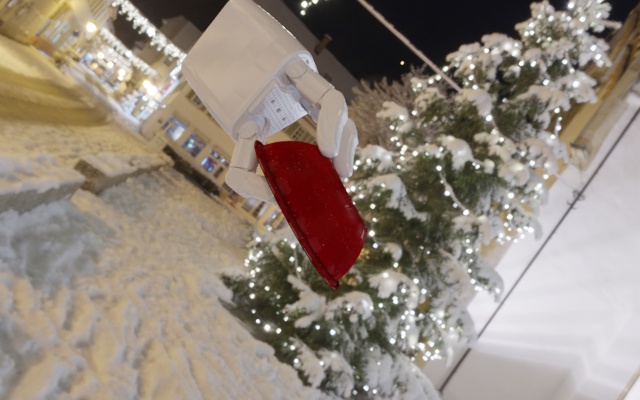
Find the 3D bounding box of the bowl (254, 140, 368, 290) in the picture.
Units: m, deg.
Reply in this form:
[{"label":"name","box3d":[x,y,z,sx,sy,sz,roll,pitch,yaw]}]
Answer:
[{"label":"bowl","box3d":[0.001,0.002,0.458,0.055,0.162,0.162,-28,-2,3]}]
